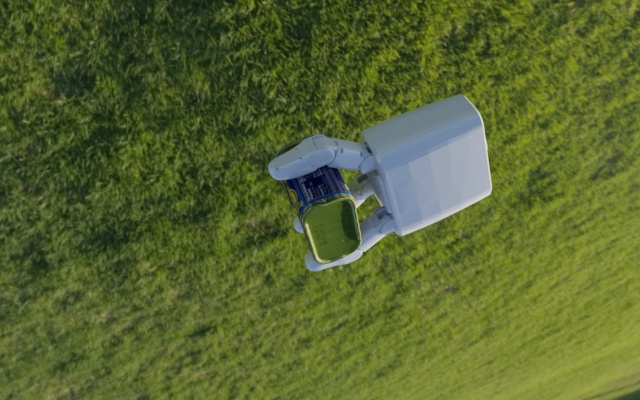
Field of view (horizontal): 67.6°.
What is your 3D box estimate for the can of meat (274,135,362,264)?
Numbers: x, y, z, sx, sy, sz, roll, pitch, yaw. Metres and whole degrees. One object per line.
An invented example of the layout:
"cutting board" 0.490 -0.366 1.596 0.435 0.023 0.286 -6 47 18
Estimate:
"can of meat" 0.000 0.002 0.472 0.057 0.084 0.102 -21 -39 -4
